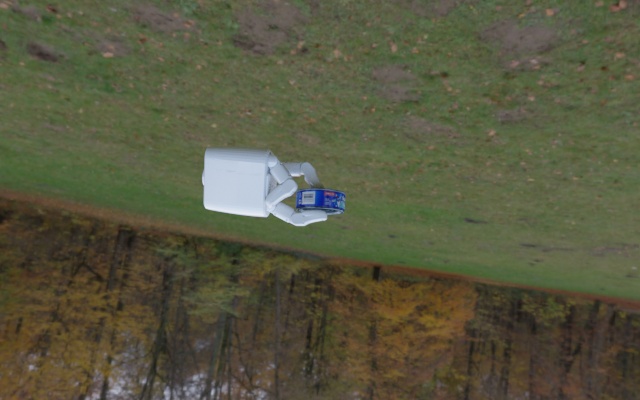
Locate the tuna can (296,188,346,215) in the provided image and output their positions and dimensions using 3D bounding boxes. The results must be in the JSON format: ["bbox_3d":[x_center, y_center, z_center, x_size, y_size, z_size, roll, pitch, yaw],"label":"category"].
[{"bbox_3d":[0.000,0.003,0.824,0.086,0.033,0.086,3,-9,0],"label":"tuna can"}]
